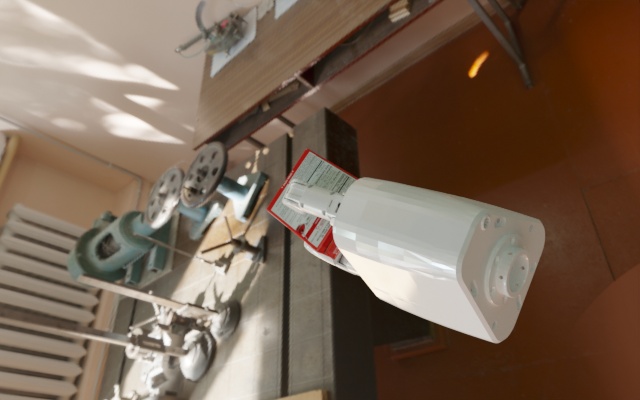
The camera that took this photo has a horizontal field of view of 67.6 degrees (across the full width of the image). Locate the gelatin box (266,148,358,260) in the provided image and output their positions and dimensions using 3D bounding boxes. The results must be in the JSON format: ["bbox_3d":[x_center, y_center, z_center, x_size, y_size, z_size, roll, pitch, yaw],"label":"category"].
[{"bbox_3d":[0.000,0.001,0.444,0.089,0.073,0.030,35,3,44],"label":"gelatin box"}]
